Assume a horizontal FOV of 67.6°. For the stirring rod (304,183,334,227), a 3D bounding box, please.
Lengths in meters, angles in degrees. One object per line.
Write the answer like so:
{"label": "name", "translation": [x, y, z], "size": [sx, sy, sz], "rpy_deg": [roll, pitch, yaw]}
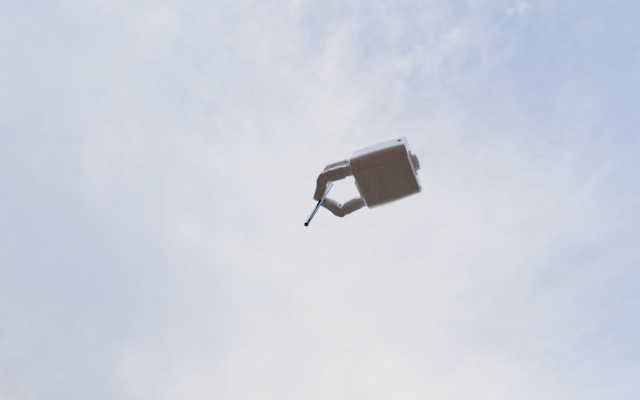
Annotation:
{"label": "stirring rod", "translation": [0.000, 0.003, 0.896], "size": [0.011, 0.011, 0.239], "rpy_deg": [0, 18, 12]}
